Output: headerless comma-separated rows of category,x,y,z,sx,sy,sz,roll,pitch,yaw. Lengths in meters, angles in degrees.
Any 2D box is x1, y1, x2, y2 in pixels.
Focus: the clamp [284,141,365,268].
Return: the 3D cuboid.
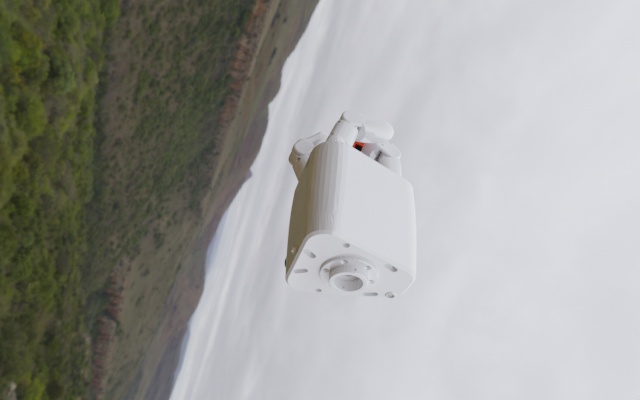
clamp,0.001,0.002,0.540,0.039,0.120,0.172,16,-43,-11
